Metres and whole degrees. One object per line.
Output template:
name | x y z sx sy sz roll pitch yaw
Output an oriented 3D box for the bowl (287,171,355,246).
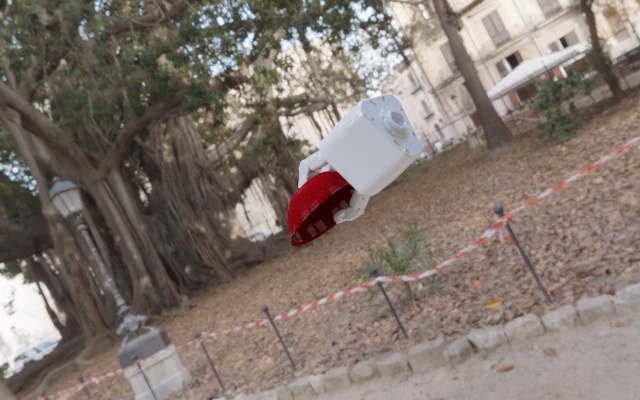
bowl | -0.001 0.003 0.783 0.162 0.055 0.162 -37 -18 -14
